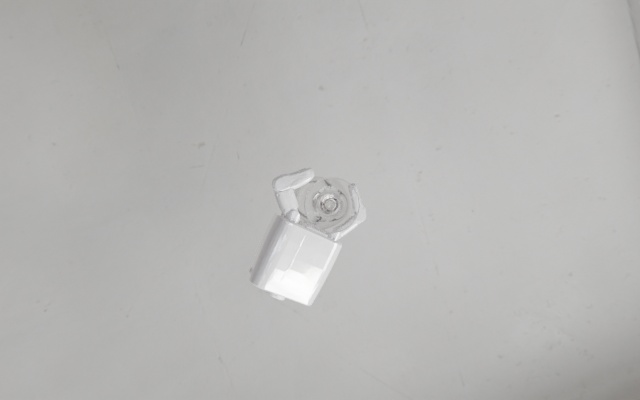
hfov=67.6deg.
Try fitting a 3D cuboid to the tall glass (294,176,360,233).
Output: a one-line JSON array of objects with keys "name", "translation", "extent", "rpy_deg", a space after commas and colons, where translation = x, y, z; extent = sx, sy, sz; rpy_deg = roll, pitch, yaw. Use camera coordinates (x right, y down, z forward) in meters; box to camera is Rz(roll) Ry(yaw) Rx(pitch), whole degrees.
[{"name": "tall glass", "translation": [0.000, 0.002, 0.724], "extent": [0.079, 0.079, 0.201], "rpy_deg": [0, 3, -9]}]
